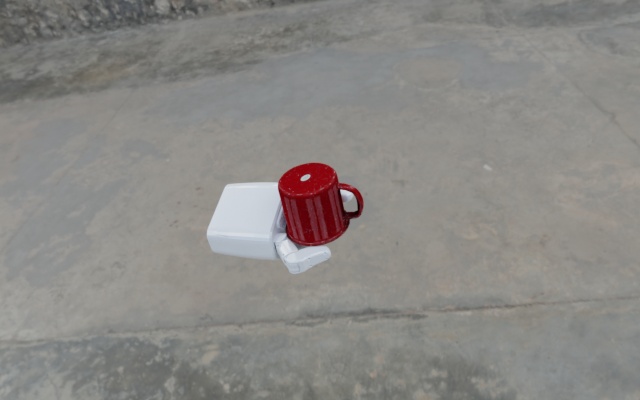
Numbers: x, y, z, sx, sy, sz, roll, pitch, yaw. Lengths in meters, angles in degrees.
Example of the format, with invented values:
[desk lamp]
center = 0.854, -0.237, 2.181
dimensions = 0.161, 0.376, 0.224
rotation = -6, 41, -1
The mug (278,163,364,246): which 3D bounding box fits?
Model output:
[mug]
center = 0.001, 0.002, 0.648
dimensions = 0.117, 0.082, 0.093
rotation = 0, 37, 18
